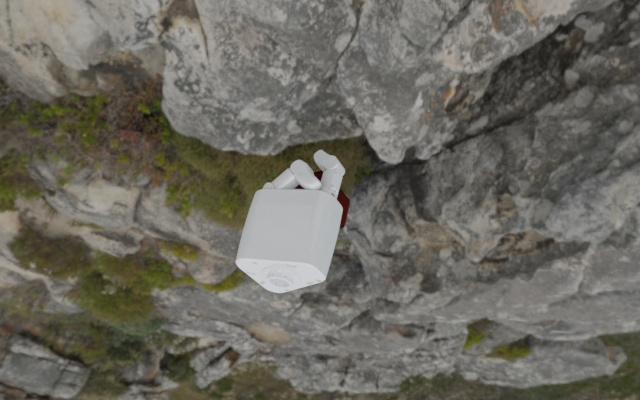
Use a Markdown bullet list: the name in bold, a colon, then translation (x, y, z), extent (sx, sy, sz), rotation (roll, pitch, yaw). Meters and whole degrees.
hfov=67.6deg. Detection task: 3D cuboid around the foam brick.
- **foam brick**: translation (0.000, 0.002, 0.692), extent (0.053, 0.051, 0.078), rotation (-11, -40, 29)
